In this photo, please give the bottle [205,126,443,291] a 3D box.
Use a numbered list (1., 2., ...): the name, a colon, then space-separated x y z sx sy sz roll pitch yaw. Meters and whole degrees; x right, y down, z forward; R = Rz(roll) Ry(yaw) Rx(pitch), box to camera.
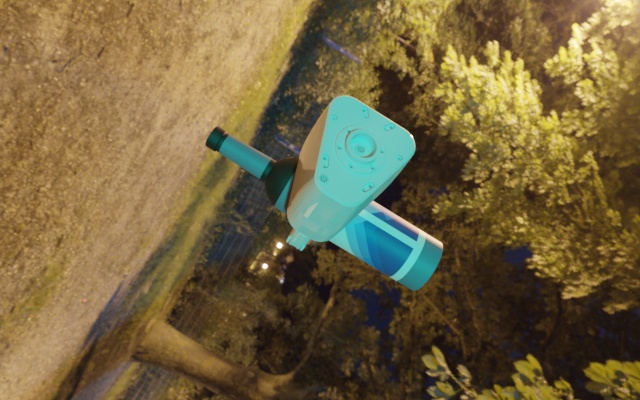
1. bottle: 0.000 0.002 0.557 0.296 0.069 0.069 31 -2 -3
